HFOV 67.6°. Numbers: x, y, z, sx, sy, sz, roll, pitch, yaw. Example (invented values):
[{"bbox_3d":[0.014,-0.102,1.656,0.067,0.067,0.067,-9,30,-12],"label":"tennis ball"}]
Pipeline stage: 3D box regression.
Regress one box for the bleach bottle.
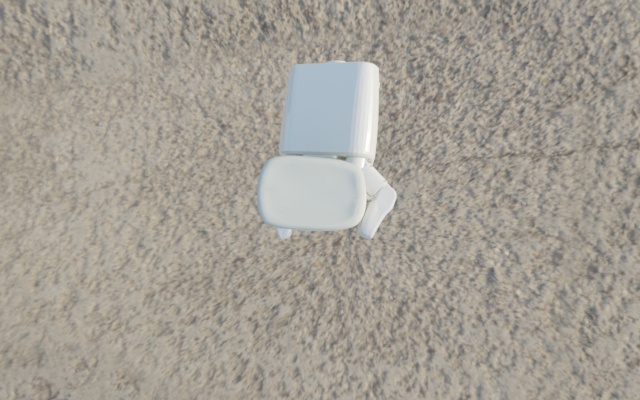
[{"bbox_3d":[0.000,0.002,0.551,0.102,0.068,0.251,4,-4,3],"label":"bleach bottle"}]
